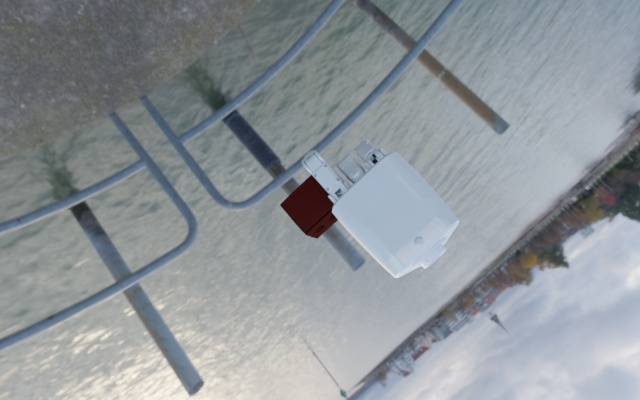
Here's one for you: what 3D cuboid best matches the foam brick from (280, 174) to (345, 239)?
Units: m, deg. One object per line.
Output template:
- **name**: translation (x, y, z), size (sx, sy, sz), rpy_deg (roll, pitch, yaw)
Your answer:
- **foam brick**: translation (0.000, 0.002, 0.585), size (0.078, 0.051, 0.053), rpy_deg (-43, -17, 5)
